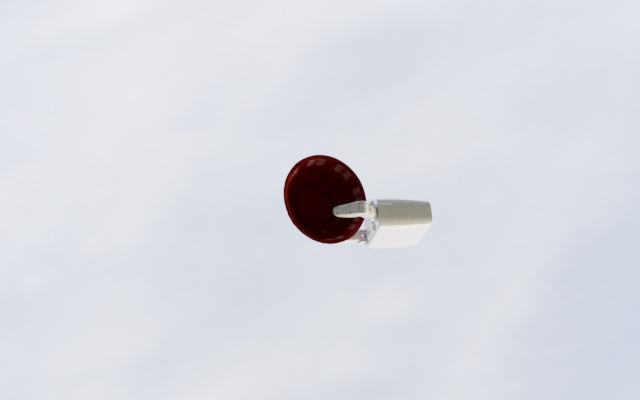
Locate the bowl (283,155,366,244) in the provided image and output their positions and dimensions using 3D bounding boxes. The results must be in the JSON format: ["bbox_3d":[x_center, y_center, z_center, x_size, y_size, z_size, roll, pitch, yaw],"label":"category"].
[{"bbox_3d":[-0.001,0.002,0.853,0.162,0.162,0.055,0,-15,-26],"label":"bowl"}]
